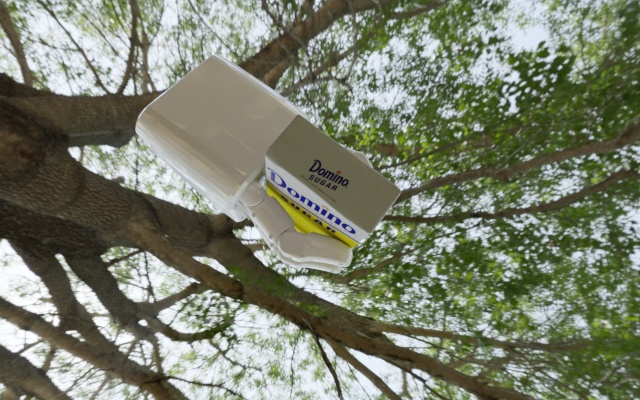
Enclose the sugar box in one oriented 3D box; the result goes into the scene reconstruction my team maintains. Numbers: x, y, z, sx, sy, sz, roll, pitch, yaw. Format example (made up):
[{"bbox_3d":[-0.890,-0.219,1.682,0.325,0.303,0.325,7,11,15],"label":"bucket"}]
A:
[{"bbox_3d":[0.000,0.002,0.407,0.093,0.048,0.176,37,-12,4],"label":"sugar box"}]
